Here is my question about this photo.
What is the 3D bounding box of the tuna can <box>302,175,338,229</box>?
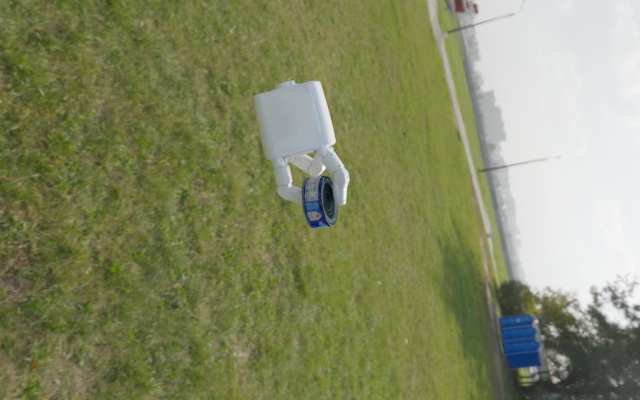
[{"bbox_3d":[0.001,0.003,0.778,0.034,0.086,0.086,-7,-2,18],"label":"tuna can"}]
